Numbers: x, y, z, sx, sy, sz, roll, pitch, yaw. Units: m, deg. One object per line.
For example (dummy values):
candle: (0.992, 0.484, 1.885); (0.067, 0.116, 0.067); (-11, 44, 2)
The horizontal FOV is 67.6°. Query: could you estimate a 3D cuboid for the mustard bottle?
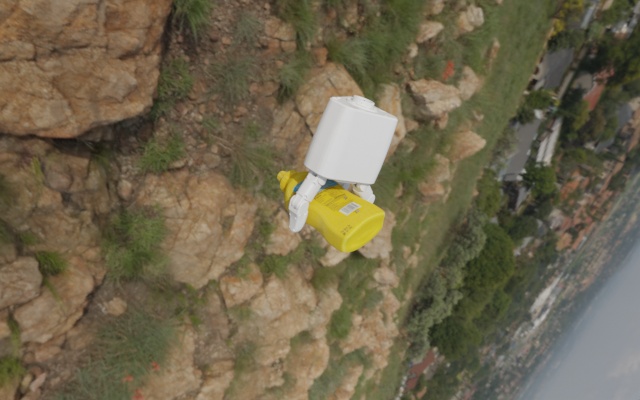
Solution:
mustard bottle: (0.000, 0.003, 0.752); (0.096, 0.058, 0.191); (-30, 50, -35)
